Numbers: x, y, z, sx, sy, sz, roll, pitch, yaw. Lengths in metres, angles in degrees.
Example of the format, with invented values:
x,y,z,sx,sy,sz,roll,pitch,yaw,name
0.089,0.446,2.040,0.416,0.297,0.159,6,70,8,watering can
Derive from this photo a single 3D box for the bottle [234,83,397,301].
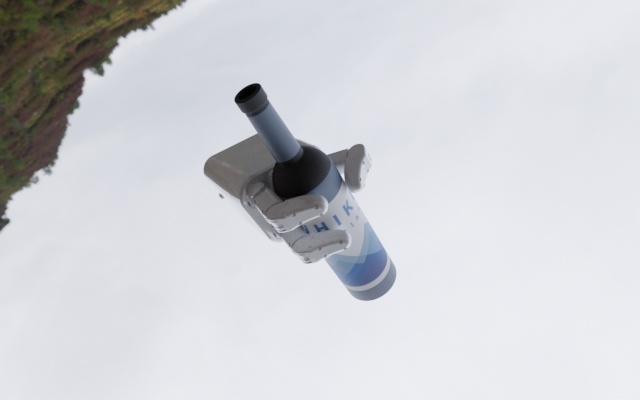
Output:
x,y,z,sx,sy,sz,roll,pitch,yaw,name
0.000,0.002,0.508,0.069,0.069,0.296,0,-41,35,bottle
